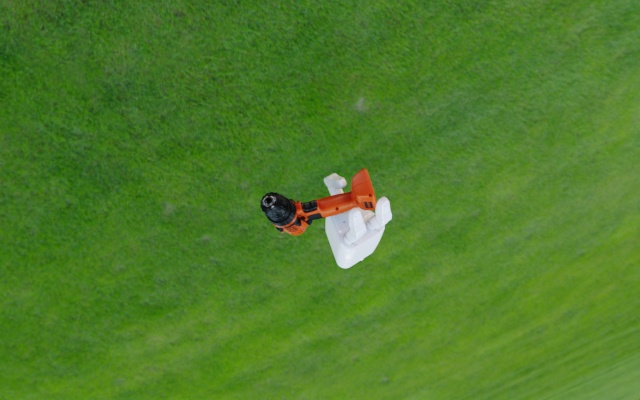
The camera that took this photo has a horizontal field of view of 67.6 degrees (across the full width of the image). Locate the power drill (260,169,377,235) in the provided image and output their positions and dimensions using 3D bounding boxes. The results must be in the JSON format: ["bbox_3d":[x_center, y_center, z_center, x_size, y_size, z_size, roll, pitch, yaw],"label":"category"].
[{"bbox_3d":[0.001,0.003,0.831,0.187,0.057,0.184,-16,-16,7],"label":"power drill"}]
